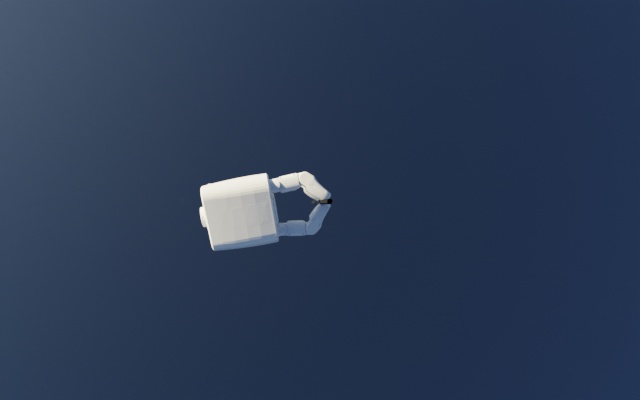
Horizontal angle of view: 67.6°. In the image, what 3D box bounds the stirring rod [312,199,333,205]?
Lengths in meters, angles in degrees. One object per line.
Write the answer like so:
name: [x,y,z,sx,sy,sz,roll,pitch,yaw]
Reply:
stirring rod: [0.000,0.003,0.786,0.011,0.011,0.239,0,-1,-6]
